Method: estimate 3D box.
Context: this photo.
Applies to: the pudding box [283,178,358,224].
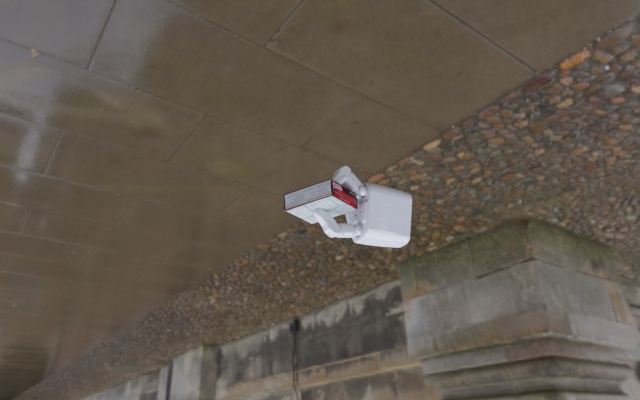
[{"bbox_3d":[0.000,0.003,0.899,0.113,0.039,0.090,-19,-30,29],"label":"pudding box"}]
